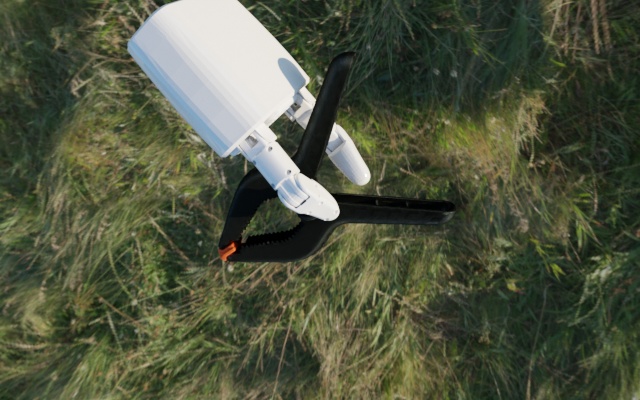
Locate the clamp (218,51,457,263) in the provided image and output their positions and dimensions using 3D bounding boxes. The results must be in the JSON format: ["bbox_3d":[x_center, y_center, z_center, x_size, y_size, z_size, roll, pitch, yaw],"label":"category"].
[{"bbox_3d":[-0.001,0.002,0.418,0.210,0.164,0.036,-39,9,20],"label":"clamp"}]
